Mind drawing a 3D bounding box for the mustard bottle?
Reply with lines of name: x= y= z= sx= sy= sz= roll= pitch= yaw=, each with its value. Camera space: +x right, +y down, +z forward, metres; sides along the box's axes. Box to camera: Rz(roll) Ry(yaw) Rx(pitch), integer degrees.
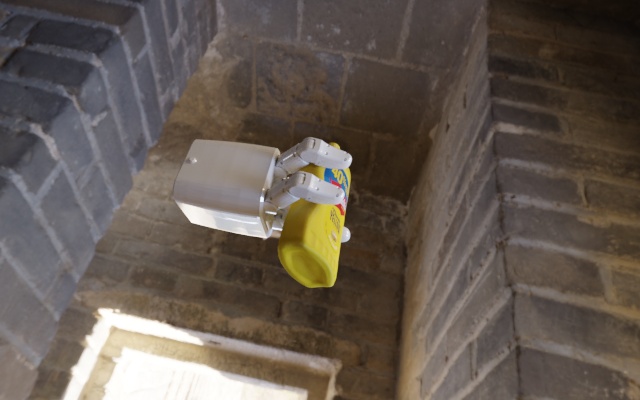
mustard bottle: x=0.000 y=0.002 z=0.581 sx=0.058 sy=0.191 sz=0.096 roll=-7 pitch=-42 yaw=23
